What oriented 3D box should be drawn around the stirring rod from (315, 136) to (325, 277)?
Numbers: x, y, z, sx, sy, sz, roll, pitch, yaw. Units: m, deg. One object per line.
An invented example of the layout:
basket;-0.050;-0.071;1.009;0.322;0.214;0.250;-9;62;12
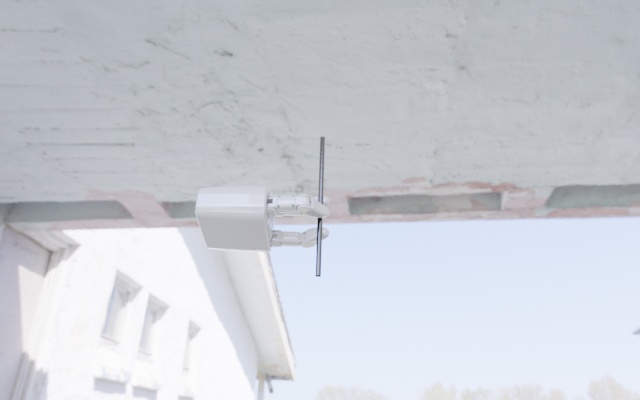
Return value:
stirring rod;0.000;0.003;0.751;0.011;0.239;0.011;1;-26;1
